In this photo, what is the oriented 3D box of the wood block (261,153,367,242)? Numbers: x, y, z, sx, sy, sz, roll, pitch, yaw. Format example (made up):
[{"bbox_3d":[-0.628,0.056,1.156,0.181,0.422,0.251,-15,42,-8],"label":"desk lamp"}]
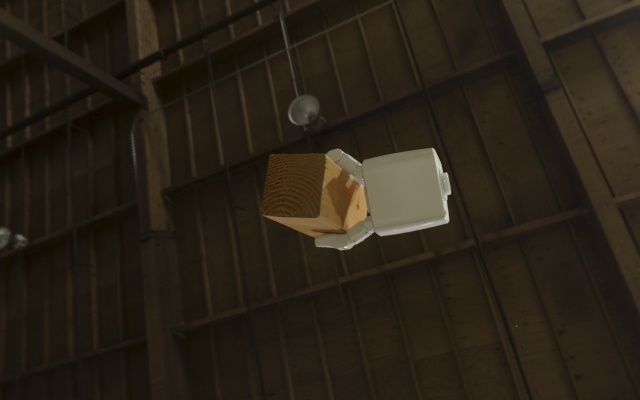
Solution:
[{"bbox_3d":[0.000,0.003,0.738,0.090,0.090,0.206,2,-13,23],"label":"wood block"}]
